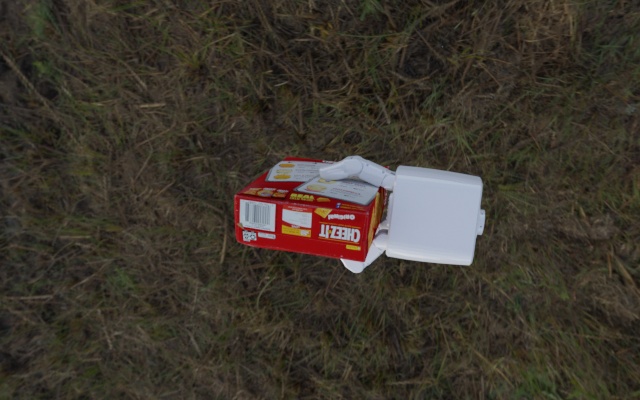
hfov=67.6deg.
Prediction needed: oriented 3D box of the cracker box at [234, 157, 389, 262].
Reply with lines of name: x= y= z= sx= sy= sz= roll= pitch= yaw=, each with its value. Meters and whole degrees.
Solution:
cracker box: x=0.000 y=0.002 z=0.651 sx=0.164 sy=0.072 sz=0.213 roll=7 pitch=19 yaw=12
